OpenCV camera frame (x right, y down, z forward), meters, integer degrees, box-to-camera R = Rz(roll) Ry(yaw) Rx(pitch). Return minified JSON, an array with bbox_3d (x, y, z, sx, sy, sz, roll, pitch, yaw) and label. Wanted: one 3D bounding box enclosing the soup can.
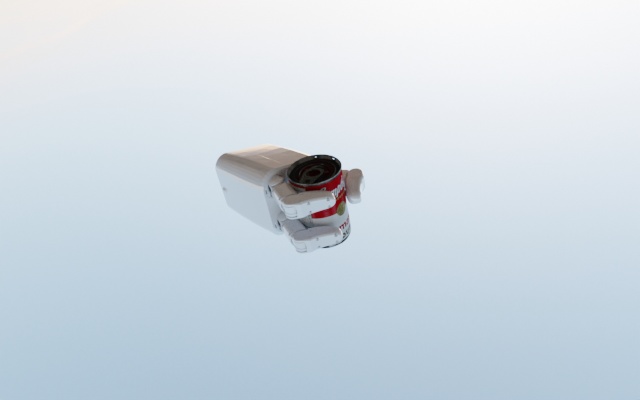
[{"bbox_3d":[0.001,0.002,0.608,0.068,0.102,0.068,-7,35,5],"label":"soup can"}]
